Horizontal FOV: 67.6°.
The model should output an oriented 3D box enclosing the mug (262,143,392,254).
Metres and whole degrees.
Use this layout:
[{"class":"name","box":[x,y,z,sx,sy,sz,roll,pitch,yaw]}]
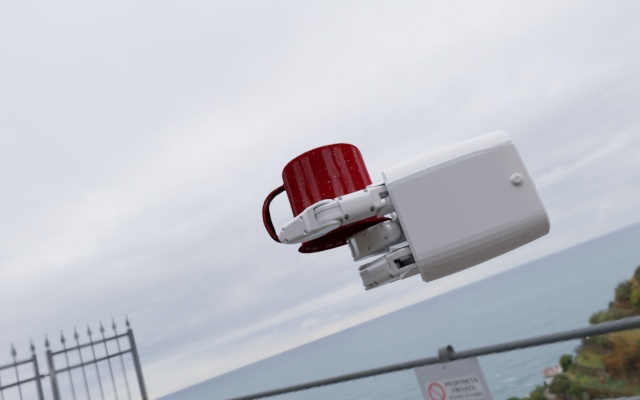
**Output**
[{"class":"mug","box":[-0.001,0.002,0.459,0.117,0.081,0.093,-19,-15,4]}]
